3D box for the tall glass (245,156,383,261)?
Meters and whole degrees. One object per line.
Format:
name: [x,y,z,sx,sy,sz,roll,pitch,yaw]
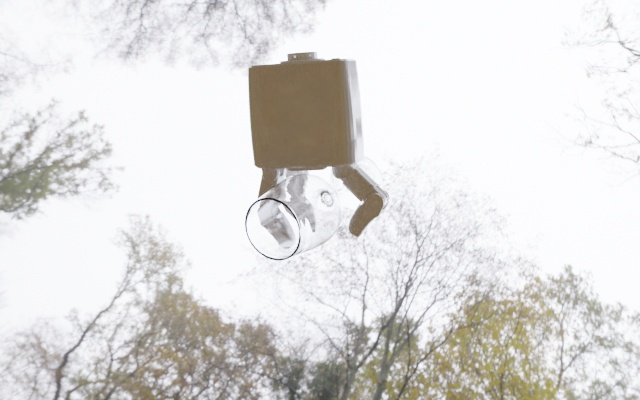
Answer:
tall glass: [0.000,0.002,0.526,0.079,0.079,0.201,0,15,28]
